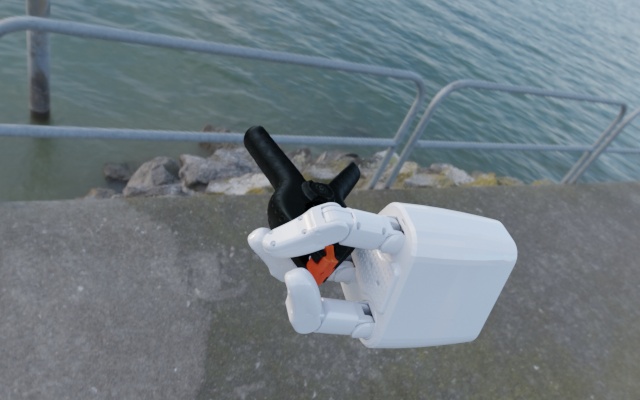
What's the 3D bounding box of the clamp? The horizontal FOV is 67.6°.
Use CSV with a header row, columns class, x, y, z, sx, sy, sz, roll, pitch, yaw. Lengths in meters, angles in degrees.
class,x,y,z,sx,sy,sz,roll,pitch,yaw
clamp,0.000,0.001,0.412,0.120,0.039,0.171,8,41,-25
